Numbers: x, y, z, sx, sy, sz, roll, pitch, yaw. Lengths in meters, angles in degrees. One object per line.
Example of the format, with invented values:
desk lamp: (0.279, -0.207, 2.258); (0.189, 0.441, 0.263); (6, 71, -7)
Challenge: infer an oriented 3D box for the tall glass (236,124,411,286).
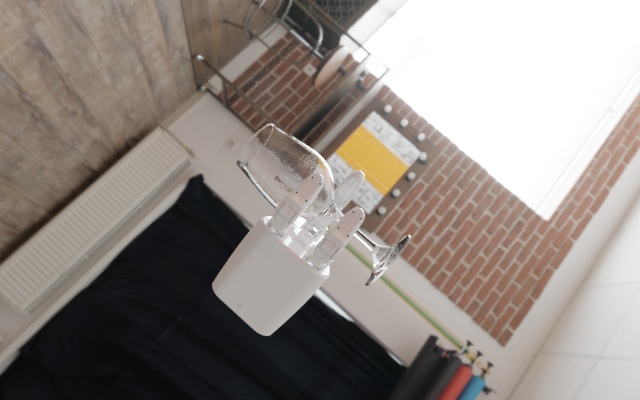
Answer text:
tall glass: (0.001, 0.002, 0.535); (0.201, 0.079, 0.079); (42, 3, 3)
